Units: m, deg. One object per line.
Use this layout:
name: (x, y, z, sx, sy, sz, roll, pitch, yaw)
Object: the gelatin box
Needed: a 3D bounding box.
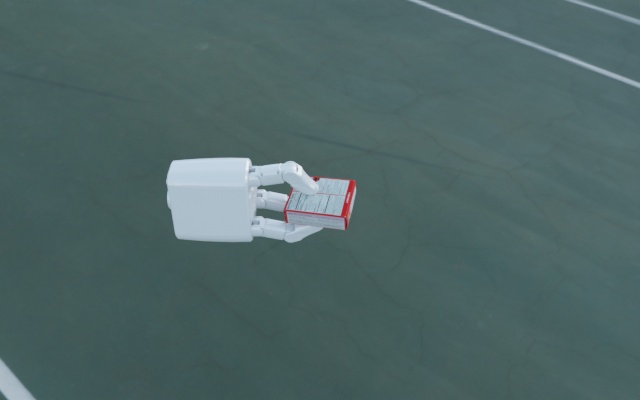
gelatin box: (0.000, 0.002, 0.666, 0.089, 0.030, 0.073, 5, 46, 12)
